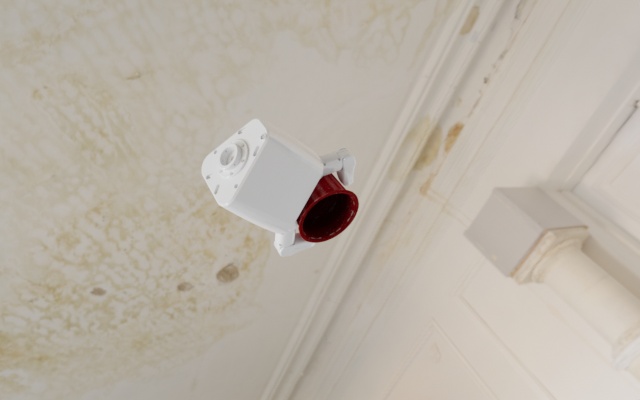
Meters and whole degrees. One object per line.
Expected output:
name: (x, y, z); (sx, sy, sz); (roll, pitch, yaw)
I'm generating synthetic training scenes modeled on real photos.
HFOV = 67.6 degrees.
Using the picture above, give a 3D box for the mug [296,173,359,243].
mug: (0.001, 0.003, 0.678); (0.117, 0.093, 0.081); (31, 17, -49)
